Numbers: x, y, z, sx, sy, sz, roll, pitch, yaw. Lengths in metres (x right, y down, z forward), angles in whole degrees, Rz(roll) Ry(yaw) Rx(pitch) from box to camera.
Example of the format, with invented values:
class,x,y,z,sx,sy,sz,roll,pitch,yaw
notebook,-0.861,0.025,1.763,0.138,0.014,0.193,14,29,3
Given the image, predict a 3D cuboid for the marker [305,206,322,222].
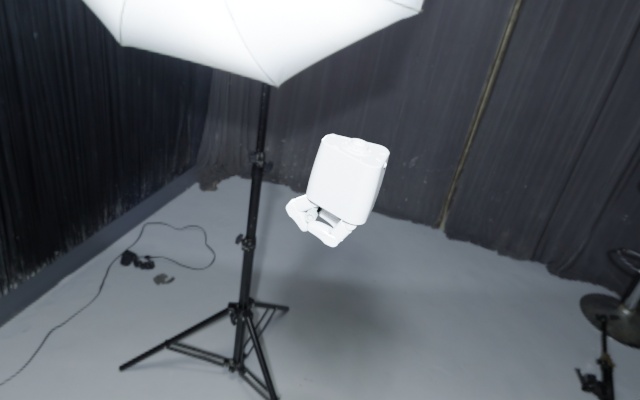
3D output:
class,x,y,z,sx,sy,sz,roll,pitch,yaw
marker,0.000,0.003,0.844,0.020,0.020,0.121,0,26,20
